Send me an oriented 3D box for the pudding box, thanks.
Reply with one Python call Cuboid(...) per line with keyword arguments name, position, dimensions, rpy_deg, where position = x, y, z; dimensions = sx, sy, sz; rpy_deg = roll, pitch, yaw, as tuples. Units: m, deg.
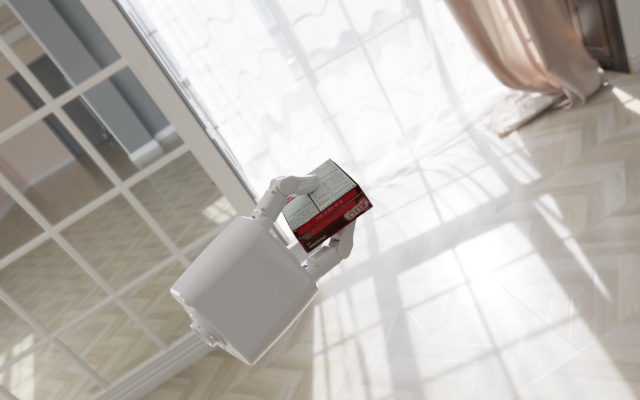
Cuboid(name="pudding box", position=(0.000, 0.002, 0.558), dimensions=(0.090, 0.039, 0.113), rpy_deg=(-35, 28, -1))
